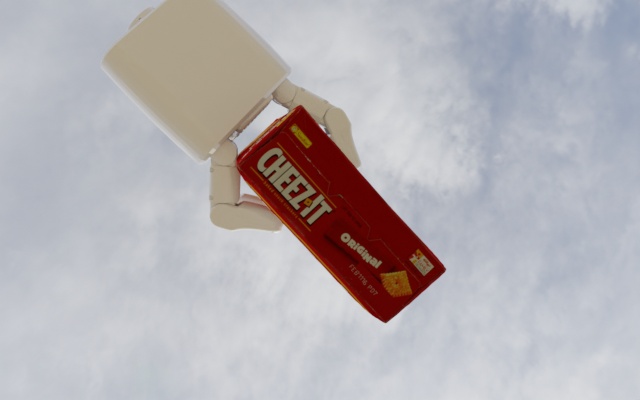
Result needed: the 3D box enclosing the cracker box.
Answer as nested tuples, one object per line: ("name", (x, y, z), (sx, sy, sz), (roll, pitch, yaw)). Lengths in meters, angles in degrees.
("cracker box", (0.000, 0.001, 0.438), (0.072, 0.164, 0.213), (-43, 12, -1))
